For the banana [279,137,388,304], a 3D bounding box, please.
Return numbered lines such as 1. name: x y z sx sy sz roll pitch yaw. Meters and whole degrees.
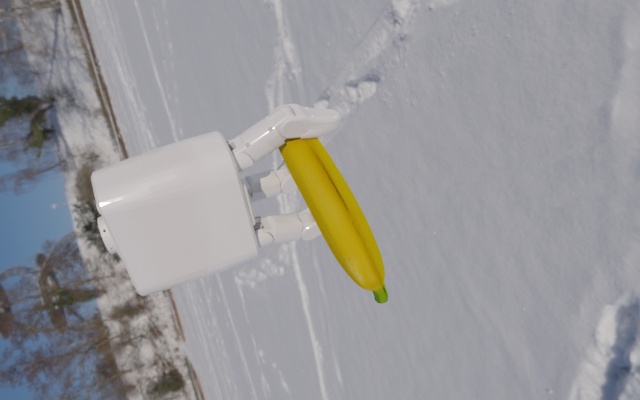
1. banana: 0.003 -0.002 0.407 0.037 0.197 0.070 -24 -15 -13
